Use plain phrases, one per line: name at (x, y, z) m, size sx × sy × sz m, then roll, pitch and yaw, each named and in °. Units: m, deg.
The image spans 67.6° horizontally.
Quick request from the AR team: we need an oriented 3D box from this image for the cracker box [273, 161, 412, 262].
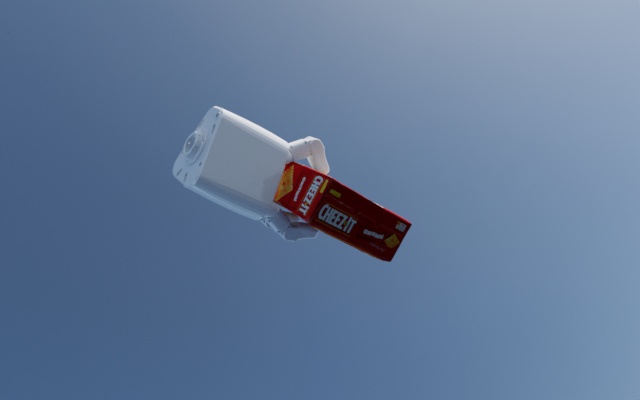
cracker box at (0.000, 0.002, 0.701) m, size 0.164 × 0.072 × 0.213 m, roll 27°, pitch 1°, yaw -36°
